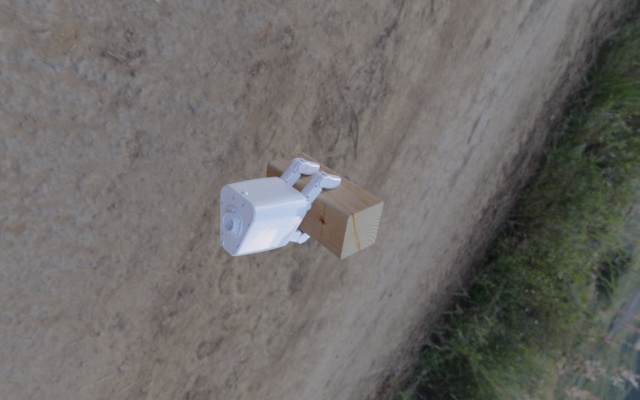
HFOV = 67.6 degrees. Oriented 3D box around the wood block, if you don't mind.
[{"bbox_3d":[0.000,0.003,0.851,0.090,0.091,0.206,-21,43,-39],"label":"wood block"}]
